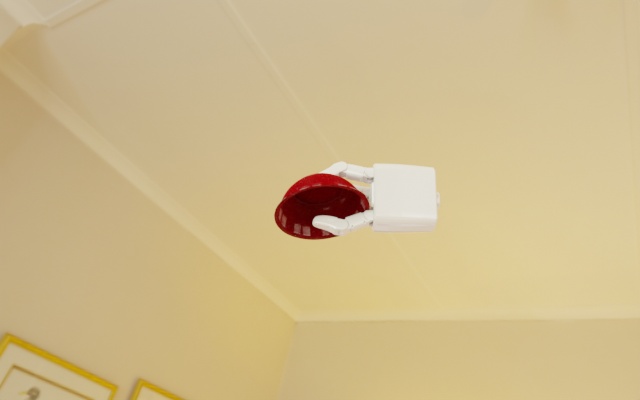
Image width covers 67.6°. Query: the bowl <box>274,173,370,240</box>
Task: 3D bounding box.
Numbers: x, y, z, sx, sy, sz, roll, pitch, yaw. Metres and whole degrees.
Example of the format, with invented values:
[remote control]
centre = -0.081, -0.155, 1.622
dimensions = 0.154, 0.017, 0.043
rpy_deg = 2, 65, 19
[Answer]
[bowl]
centre = -0.001, 0.002, 0.814
dimensions = 0.162, 0.055, 0.162
rpy_deg = -6, -36, -4
